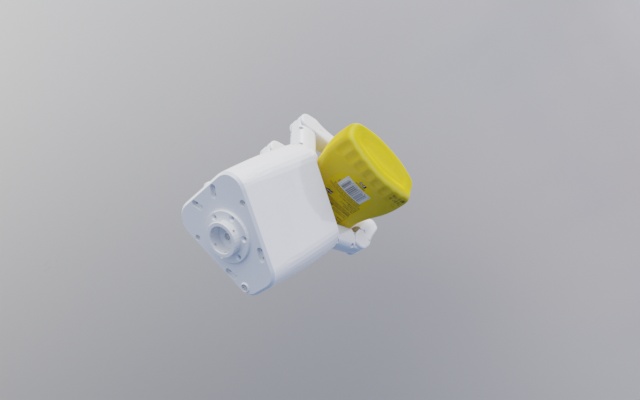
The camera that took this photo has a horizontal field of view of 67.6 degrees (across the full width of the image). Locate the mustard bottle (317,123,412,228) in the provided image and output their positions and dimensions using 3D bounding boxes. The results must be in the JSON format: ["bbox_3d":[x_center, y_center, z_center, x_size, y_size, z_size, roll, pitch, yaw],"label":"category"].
[{"bbox_3d":[0.000,0.001,0.531,0.192,0.096,0.058,-33,21,37],"label":"mustard bottle"}]
